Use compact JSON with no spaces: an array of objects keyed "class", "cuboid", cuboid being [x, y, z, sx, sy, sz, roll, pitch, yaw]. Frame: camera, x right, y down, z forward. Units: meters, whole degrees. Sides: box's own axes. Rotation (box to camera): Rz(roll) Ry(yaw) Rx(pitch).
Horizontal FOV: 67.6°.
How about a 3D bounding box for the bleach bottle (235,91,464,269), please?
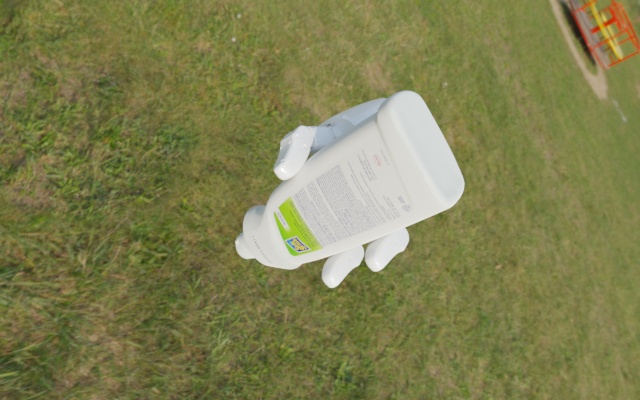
[{"class":"bleach bottle","cuboid":[0.000,0.002,0.451,0.251,0.102,0.068,-26,5,39]}]
